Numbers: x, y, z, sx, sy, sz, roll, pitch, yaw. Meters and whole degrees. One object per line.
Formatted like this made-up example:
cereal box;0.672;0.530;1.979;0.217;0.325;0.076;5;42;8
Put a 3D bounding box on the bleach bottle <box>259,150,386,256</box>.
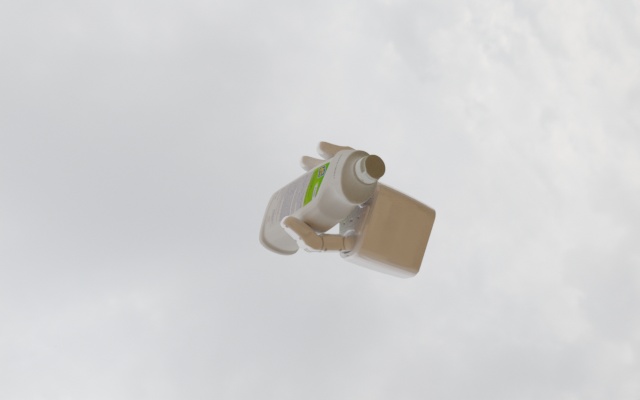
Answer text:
bleach bottle;0.000;0.002;0.631;0.068;0.102;0.251;22;-25;-22
